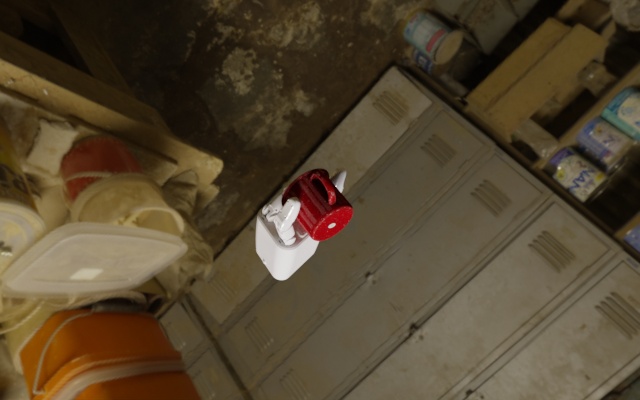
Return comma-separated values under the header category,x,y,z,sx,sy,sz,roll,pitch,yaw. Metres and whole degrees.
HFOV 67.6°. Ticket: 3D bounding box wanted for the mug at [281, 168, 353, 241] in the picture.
category,x,y,z,sx,sy,sz,roll,pitch,yaw
mug,0.001,0.002,0.748,0.093,0.081,0.117,-24,-30,-28
